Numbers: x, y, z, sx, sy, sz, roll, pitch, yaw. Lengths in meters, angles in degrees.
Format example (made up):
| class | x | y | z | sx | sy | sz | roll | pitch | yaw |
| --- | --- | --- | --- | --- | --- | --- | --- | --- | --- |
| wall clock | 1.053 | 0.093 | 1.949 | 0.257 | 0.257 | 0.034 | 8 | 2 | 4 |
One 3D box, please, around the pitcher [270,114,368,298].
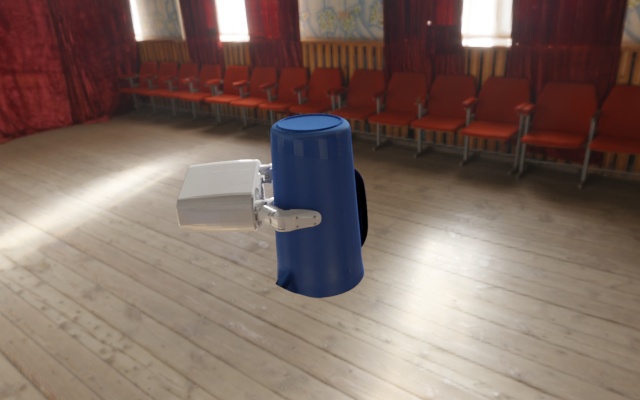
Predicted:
| class | x | y | z | sx | sy | sz | roll | pitch | yaw |
| --- | --- | --- | --- | --- | --- | --- | --- | --- | --- |
| pitcher | 0.000 | 0.002 | 0.690 | 0.145 | 0.243 | 0.149 | -3 | 23 | 2 |
